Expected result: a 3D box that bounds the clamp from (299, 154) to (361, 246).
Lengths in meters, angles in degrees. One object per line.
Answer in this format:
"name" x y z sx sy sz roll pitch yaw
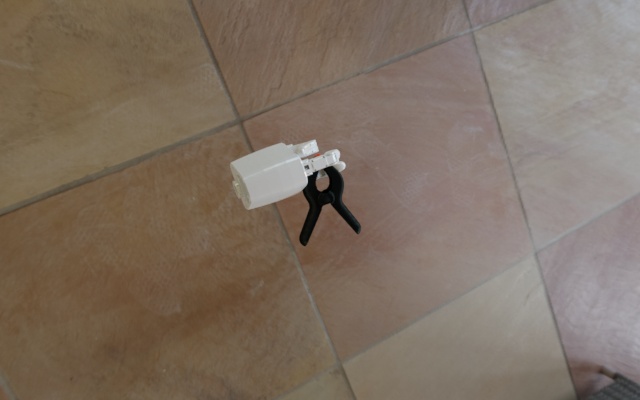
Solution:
"clamp" 0.000 0.003 0.889 0.120 0.171 0.039 -22 13 -16
